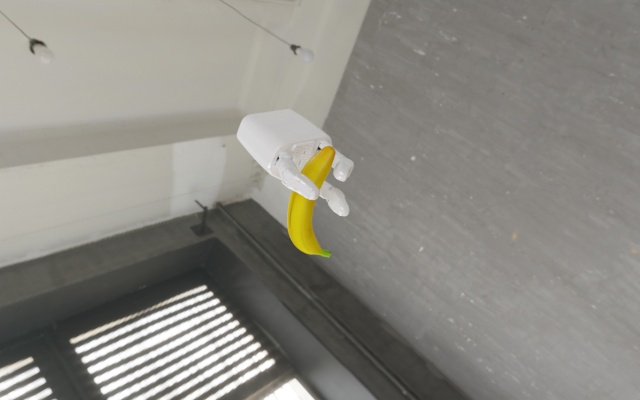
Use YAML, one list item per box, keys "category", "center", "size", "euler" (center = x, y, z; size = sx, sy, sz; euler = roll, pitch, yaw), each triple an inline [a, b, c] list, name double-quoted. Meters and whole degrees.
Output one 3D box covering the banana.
- category: "banana"
  center: [-0.016, 0.010, 0.709]
  size: [0.069, 0.198, 0.037]
  euler: [-16, 39, -24]
